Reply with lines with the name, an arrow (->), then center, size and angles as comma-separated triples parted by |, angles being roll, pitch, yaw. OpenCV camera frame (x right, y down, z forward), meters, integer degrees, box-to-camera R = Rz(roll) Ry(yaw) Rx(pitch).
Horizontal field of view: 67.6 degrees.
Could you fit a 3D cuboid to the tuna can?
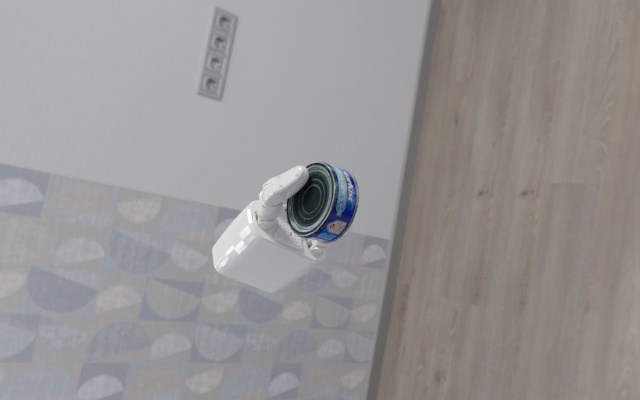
tuna can -> 0.000, 0.002, 0.519 | 0.034, 0.086, 0.086 | 18, -11, -37
